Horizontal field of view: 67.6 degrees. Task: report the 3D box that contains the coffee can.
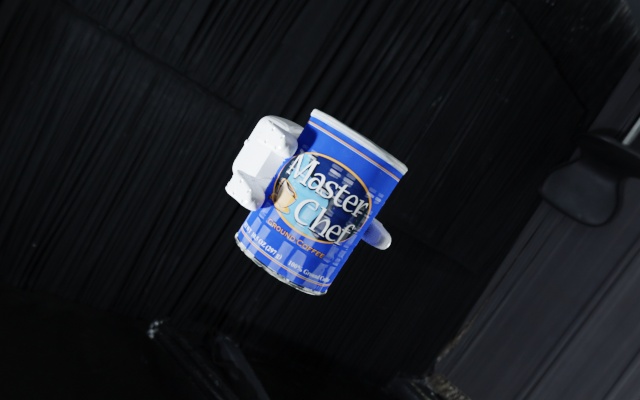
[{"bbox_3d":[0.000,0.001,0.448,0.103,0.140,0.103,33,5,-3],"label":"coffee can"}]
